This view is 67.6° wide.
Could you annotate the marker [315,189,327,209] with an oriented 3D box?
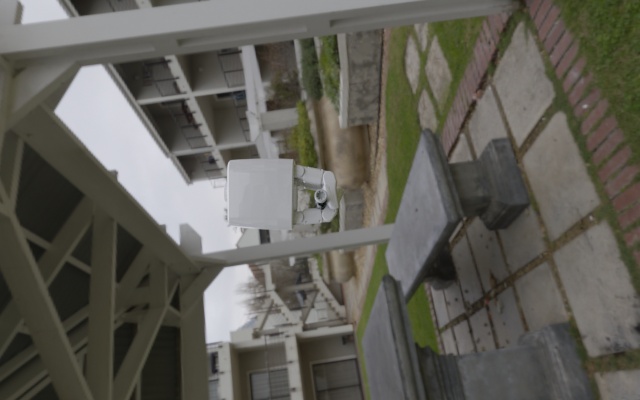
[{"bbox_3d":[0.000,0.003,0.759,0.020,0.020,0.121,0,-10,-1],"label":"marker"}]
